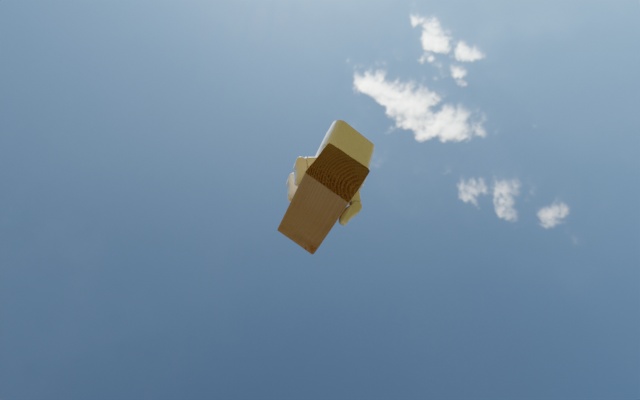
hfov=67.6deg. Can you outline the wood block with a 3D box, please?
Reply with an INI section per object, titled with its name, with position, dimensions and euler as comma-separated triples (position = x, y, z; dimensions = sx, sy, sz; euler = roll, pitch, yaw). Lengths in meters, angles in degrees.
[wood block]
position = 0.001, 0.003, 0.893
dimensions = 0.091, 0.090, 0.206
euler = 34, -36, 3
